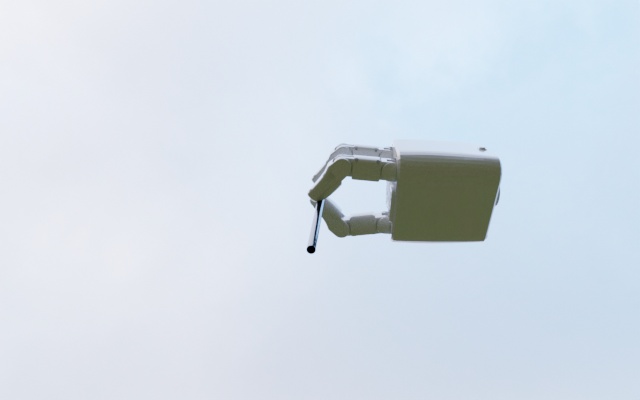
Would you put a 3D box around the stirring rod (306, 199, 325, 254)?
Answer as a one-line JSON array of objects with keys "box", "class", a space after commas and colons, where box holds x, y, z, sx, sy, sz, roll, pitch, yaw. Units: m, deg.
[{"box": [0.000, 0.002, 0.513, 0.011, 0.011, 0.239, 0, 19, 4], "class": "stirring rod"}]
